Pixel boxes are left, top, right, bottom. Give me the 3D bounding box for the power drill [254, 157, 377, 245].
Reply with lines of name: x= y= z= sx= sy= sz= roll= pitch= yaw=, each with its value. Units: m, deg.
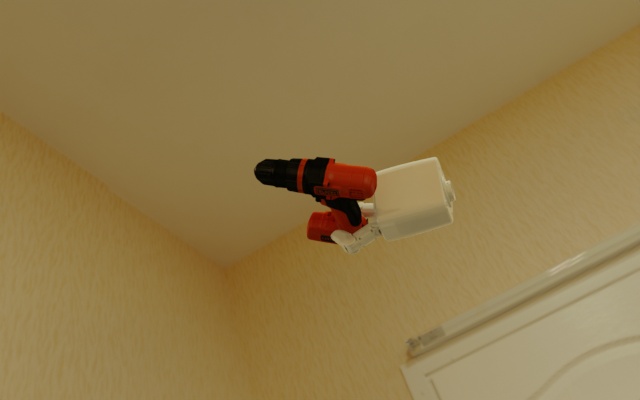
power drill: x=0.000 y=0.003 z=0.755 sx=0.184 sy=0.057 sz=0.188 roll=8 pitch=-29 yaw=15
